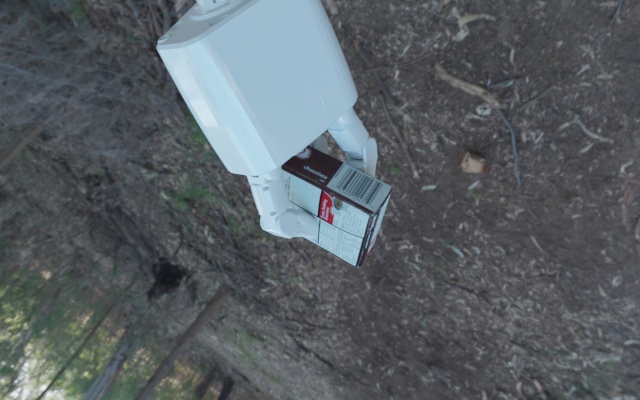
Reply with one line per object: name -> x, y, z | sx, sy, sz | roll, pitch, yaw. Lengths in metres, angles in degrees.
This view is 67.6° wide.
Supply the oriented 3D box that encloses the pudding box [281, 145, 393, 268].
pudding box -> 0.000, 0.001, 0.429 | 0.113, 0.039, 0.090 | 29, -33, 15
